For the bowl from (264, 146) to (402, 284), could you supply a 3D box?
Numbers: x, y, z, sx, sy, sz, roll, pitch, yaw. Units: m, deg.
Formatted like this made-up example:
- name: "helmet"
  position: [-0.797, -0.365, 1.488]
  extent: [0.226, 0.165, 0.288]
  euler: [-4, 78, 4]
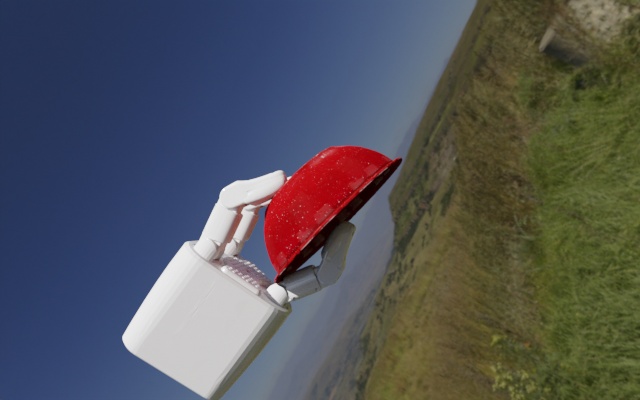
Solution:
- name: "bowl"
  position: [0.001, 0.000, 0.442]
  extent: [0.162, 0.055, 0.162]
  euler: [-43, -7, -7]
